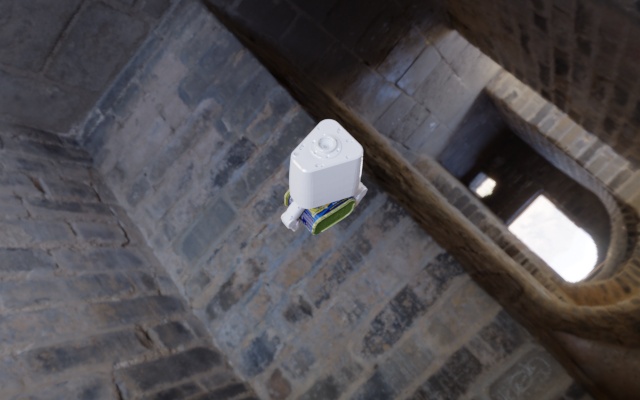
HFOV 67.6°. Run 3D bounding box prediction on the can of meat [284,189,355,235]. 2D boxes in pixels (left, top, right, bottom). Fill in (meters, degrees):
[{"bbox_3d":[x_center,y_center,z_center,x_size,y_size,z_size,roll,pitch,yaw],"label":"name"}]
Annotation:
[{"bbox_3d":[0.000,0.003,0.864,0.102,0.084,0.057,-32,-25,-23],"label":"can of meat"}]
